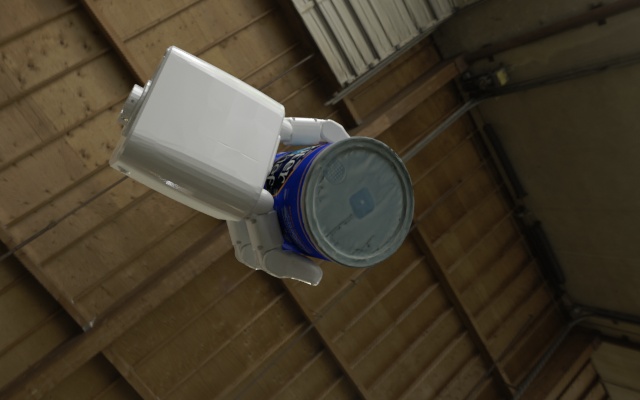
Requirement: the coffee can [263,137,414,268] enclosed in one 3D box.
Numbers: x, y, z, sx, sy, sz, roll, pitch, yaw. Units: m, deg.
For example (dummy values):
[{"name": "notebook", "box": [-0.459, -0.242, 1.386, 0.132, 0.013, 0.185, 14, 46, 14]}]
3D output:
[{"name": "coffee can", "box": [0.000, 0.001, 0.431, 0.103, 0.103, 0.140, 0, 0, -28]}]
